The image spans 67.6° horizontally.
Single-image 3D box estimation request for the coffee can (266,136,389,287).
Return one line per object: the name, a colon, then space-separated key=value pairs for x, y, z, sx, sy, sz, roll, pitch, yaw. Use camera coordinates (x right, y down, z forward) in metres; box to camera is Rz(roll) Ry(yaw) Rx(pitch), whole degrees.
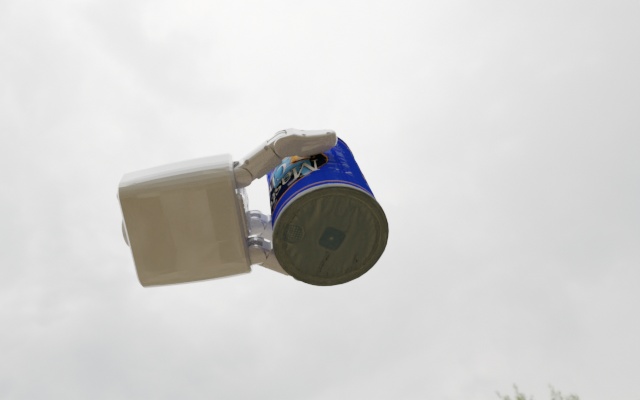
coffee can: x=0.000 y=0.002 z=0.473 sx=0.103 sy=0.103 sz=0.140 roll=0 pitch=28 yaw=-9
